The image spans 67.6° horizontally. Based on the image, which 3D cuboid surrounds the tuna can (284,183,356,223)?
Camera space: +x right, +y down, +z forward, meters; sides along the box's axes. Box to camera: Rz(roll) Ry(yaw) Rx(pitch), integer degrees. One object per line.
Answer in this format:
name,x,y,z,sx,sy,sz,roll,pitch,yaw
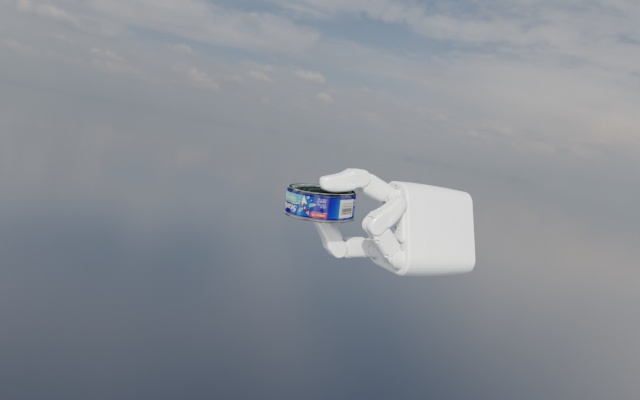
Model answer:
tuna can,0.000,0.001,0.579,0.086,0.034,0.086,6,9,-1
